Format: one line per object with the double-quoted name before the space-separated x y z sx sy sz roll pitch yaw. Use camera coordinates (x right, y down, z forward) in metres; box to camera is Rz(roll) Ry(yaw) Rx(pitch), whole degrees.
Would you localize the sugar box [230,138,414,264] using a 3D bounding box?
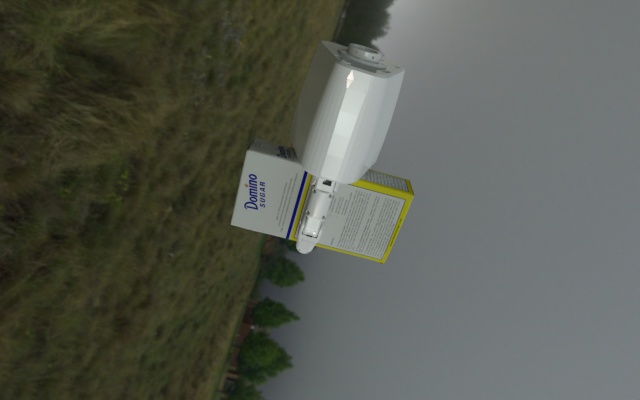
"sugar box" 0.000 0.001 0.515 0.176 0.093 0.048 17 26 -3
